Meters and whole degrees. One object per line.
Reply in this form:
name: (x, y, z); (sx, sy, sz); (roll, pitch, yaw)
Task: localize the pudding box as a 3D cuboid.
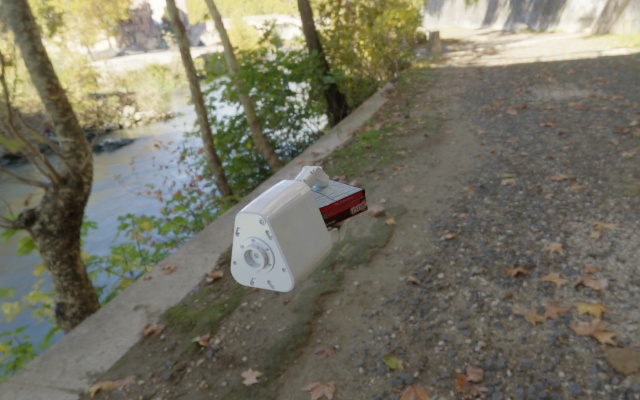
pudding box: (0.000, 0.002, 0.708); (0.090, 0.039, 0.113); (-21, 26, -31)
